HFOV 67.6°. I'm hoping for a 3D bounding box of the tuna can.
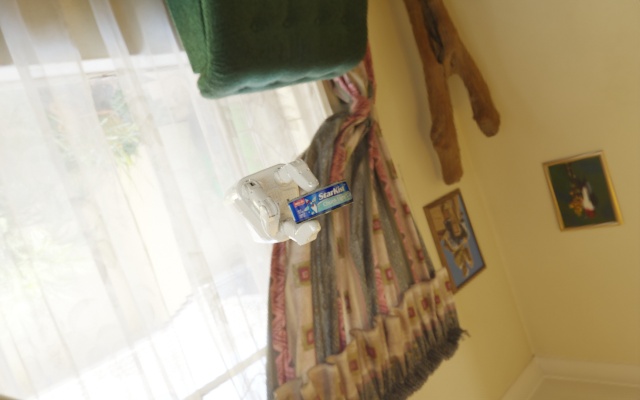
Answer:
[{"bbox_3d":[0.000,0.003,0.642,0.086,0.034,0.086,-21,-1,0],"label":"tuna can"}]
